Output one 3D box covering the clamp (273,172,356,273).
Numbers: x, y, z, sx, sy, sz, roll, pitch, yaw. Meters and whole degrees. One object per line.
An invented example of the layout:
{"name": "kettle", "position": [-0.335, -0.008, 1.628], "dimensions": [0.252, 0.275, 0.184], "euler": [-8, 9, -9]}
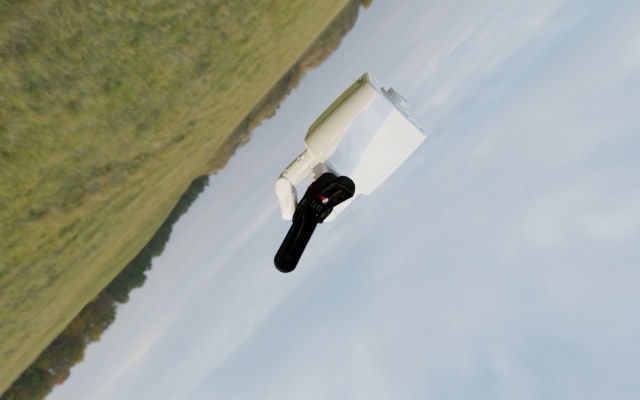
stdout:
{"name": "clamp", "position": [0.000, 0.002, 0.543], "dimensions": [0.039, 0.120, 0.171], "euler": [41, 20, -12]}
